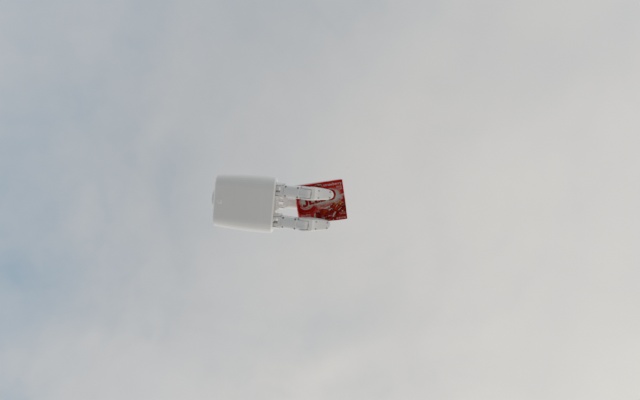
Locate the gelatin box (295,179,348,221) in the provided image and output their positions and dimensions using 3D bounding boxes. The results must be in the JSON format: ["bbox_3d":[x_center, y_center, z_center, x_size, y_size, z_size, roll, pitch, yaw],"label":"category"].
[{"bbox_3d":[0.000,0.003,0.864,0.089,0.073,0.030,-8,5,-4],"label":"gelatin box"}]
